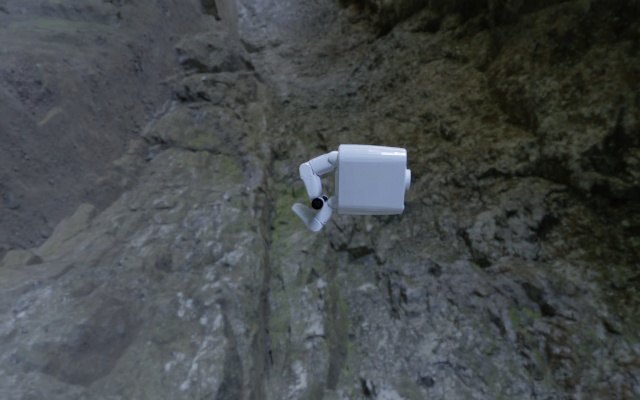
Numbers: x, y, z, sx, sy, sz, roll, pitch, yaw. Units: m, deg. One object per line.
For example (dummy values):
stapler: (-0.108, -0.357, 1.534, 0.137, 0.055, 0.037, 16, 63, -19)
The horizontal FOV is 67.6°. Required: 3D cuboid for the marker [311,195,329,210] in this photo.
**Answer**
marker: (0.000, 0.003, 0.798, 0.020, 0.020, 0.121, 0, 2, 5)
